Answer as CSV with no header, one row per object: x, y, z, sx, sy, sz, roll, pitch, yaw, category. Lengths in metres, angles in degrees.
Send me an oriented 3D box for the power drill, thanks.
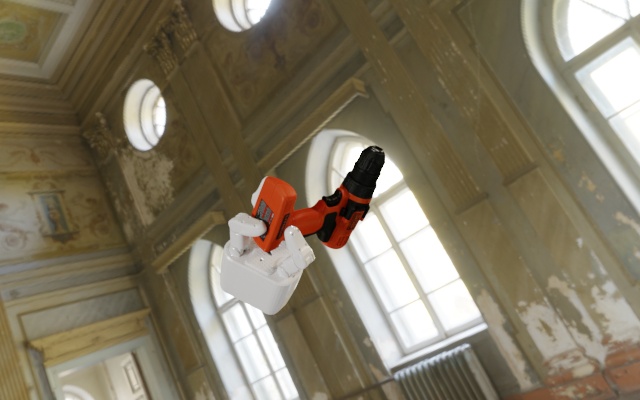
0.000,0.002,0.686,0.187,0.184,0.057,-4,38,-41,power drill
